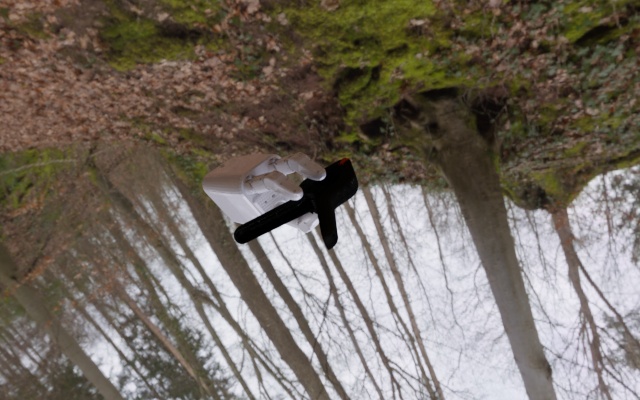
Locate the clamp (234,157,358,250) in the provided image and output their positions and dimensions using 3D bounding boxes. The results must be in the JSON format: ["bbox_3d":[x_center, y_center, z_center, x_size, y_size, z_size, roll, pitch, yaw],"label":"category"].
[{"bbox_3d":[0.000,0.003,0.667,0.164,0.036,0.210,6,36,41],"label":"clamp"}]
